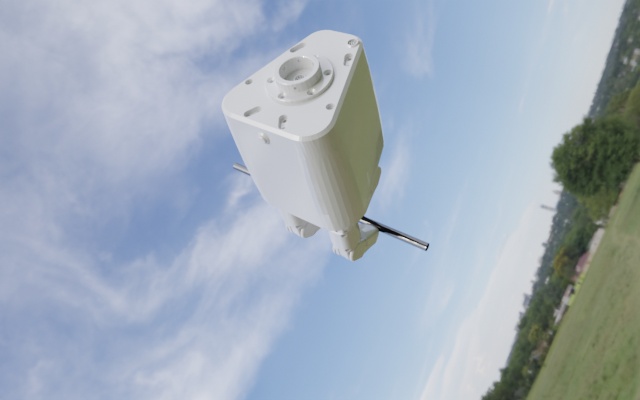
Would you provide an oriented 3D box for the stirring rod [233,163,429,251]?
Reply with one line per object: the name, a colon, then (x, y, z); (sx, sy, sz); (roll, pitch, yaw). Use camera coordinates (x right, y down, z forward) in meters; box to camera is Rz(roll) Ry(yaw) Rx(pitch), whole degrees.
stirring rod: (0.000, 0.002, 0.493); (0.239, 0.011, 0.011); (23, 11, 28)
